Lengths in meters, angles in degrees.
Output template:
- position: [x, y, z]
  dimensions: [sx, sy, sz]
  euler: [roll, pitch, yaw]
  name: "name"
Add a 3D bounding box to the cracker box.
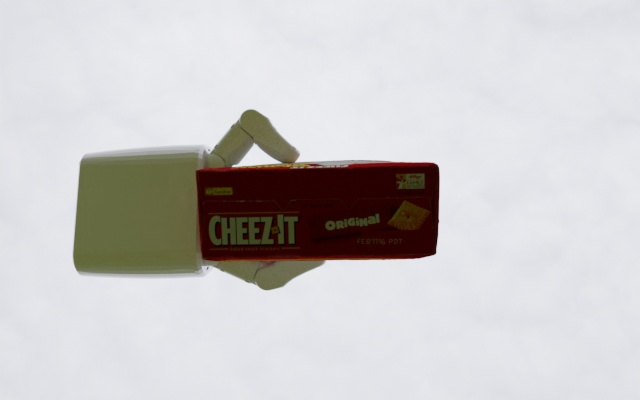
- position: [0.000, 0.001, 0.422]
  dimensions: [0.164, 0.072, 0.213]
  euler: [-2, 5, 1]
  name: "cracker box"
